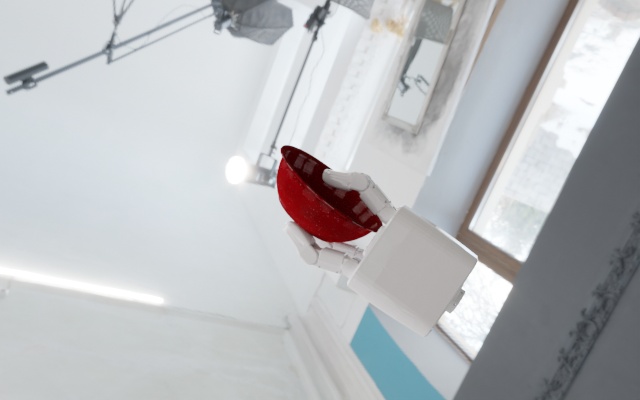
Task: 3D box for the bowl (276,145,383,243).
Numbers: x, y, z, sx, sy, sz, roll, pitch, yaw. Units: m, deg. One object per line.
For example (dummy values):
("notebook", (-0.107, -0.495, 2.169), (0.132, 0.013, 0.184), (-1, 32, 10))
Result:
("bowl", (-0.001, 0.001, 0.598), (0.162, 0.055, 0.162), (37, 16, -12))
